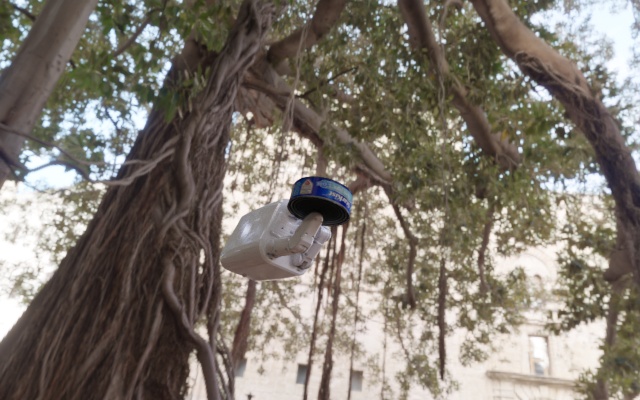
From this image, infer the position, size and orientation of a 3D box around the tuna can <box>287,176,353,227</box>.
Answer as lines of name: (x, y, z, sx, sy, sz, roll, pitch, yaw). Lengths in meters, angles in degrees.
tuna can: (0.000, 0.002, 0.647, 0.086, 0.033, 0.086, 10, -26, 5)
